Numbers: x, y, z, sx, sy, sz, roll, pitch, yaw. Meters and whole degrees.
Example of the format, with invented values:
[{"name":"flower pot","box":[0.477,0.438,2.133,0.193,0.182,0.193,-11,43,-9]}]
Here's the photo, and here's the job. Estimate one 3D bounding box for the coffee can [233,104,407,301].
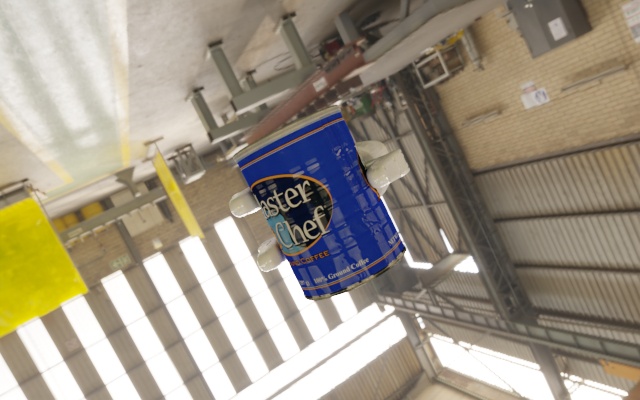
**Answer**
[{"name":"coffee can","box":[0.000,0.001,0.423,0.103,0.140,0.103,-26,5,3]}]
